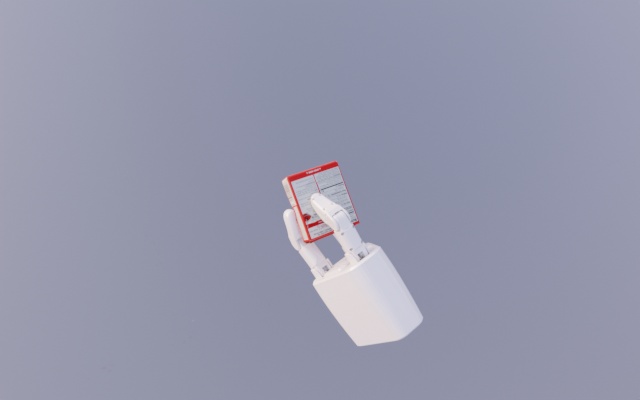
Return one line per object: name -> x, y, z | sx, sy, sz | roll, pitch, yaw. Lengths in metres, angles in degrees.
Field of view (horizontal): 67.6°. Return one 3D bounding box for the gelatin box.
gelatin box -> 0.000, 0.002, 0.615 | 0.073, 0.089, 0.030 | -20, 0, -20
